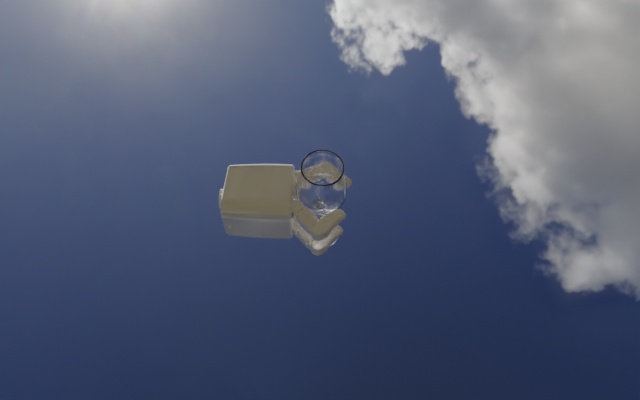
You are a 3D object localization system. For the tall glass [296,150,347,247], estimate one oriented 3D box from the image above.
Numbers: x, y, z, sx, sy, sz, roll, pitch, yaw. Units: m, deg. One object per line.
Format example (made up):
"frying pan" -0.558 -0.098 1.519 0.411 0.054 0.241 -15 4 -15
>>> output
"tall glass" 0.000 0.003 0.758 0.079 0.079 0.201 0 -30 -2
